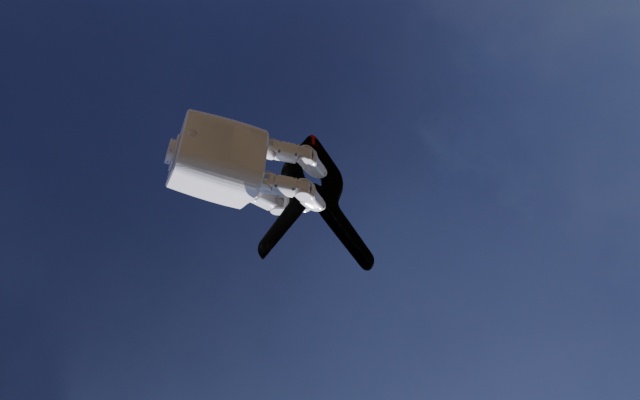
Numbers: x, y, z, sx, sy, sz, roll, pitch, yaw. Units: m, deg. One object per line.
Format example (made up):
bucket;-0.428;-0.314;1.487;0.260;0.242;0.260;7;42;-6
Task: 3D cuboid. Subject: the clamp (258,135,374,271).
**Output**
clamp;0.000;0.002;0.673;0.164;0.209;0.036;16;-36;-21
